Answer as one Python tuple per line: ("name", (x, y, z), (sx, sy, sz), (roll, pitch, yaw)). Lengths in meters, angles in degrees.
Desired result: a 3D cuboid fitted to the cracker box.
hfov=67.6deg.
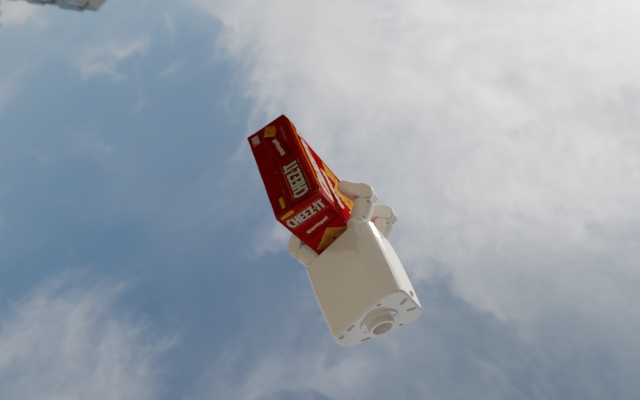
("cracker box", (0.000, 0.002, 0.678), (0.072, 0.164, 0.214), (-34, -43, 9))
